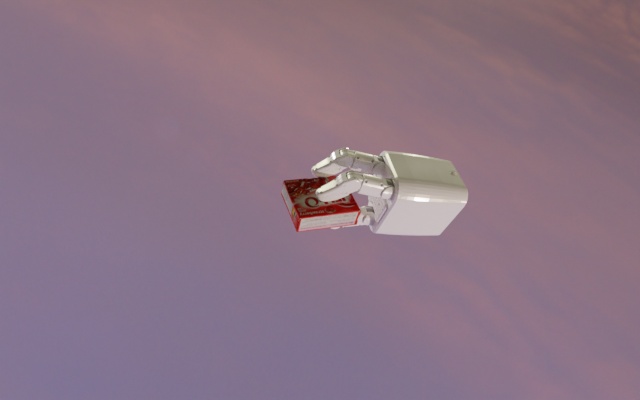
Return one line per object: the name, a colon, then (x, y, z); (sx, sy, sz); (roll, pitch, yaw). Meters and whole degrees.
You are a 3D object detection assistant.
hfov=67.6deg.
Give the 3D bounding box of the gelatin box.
gelatin box: (0.000, 0.002, 0.640); (0.089, 0.030, 0.073); (-6, 46, -21)
